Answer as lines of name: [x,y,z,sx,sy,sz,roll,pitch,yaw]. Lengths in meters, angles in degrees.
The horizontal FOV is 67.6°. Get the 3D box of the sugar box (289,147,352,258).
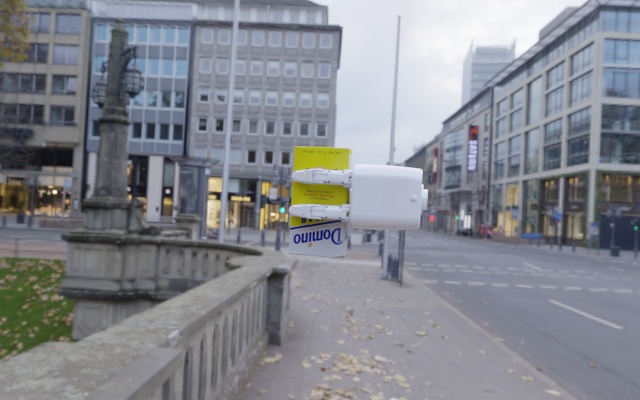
sugar box: [0.000,0.002,0.779,0.093,0.176,0.048,3,-1,11]
